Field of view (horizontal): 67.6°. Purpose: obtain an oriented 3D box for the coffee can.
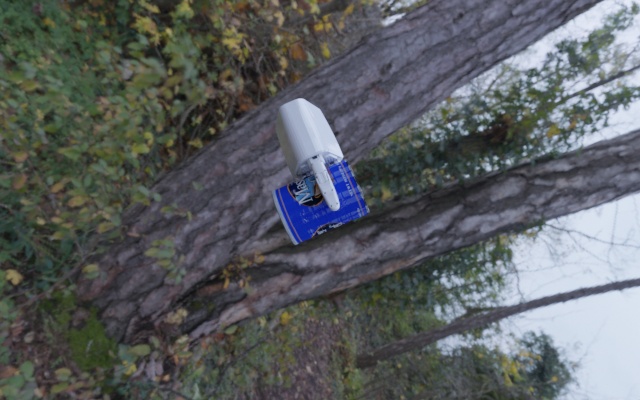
[{"bbox_3d":[0.000,0.003,0.825,0.140,0.103,0.103,-23,-1,2],"label":"coffee can"}]
